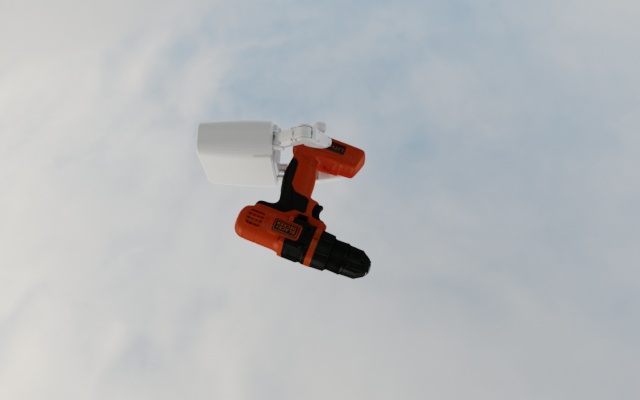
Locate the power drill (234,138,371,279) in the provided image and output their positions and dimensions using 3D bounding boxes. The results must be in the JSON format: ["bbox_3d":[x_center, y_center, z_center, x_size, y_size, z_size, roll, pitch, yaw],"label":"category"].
[{"bbox_3d":[0.000,0.002,0.653,0.184,0.187,0.057,22,-32,2],"label":"power drill"}]
